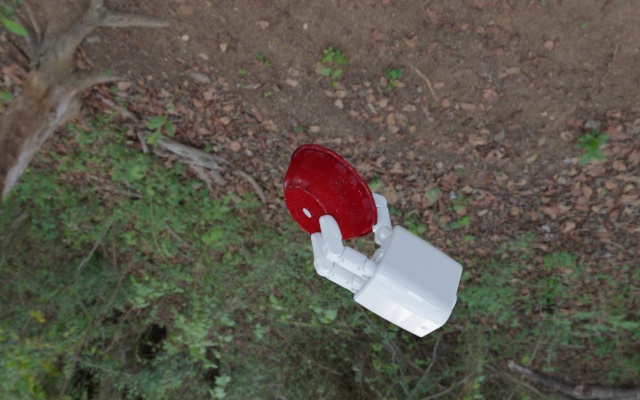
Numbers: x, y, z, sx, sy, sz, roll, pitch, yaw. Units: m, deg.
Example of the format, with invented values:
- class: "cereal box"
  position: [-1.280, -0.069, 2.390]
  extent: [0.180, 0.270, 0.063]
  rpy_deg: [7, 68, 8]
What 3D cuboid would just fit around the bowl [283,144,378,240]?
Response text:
- class: "bowl"
  position: [-0.001, 0.002, 0.673]
  extent: [0.055, 0.162, 0.162]
  rpy_deg: [-41, 23, -29]
